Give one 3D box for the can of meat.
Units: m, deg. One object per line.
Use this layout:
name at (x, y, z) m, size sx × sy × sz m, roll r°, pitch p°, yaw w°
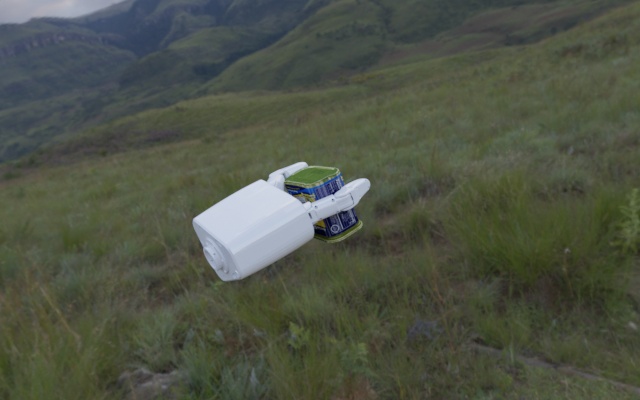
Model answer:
can of meat at (0.000, 0.002, 0.646) m, size 0.057 × 0.084 × 0.102 m, roll -30°, pitch 20°, yaw -24°
